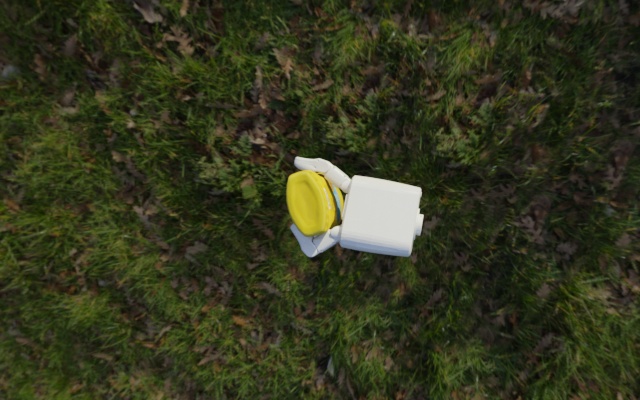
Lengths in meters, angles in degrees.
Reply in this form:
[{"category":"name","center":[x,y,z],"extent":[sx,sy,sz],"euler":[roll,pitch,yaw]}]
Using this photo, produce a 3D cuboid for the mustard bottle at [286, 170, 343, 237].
[{"category":"mustard bottle","center":[0.000,0.003,0.776],"extent":[0.058,0.096,0.191],"euler":[-17,-3,13]}]
